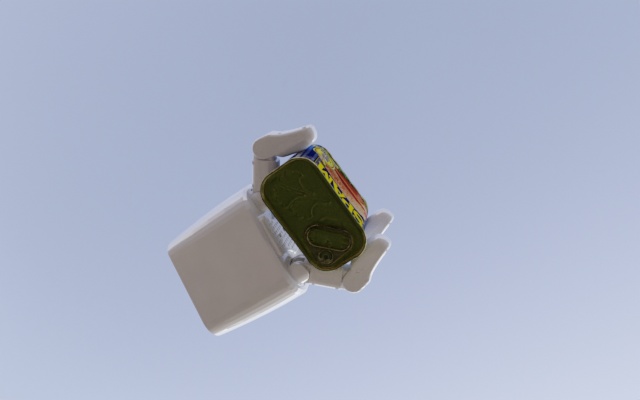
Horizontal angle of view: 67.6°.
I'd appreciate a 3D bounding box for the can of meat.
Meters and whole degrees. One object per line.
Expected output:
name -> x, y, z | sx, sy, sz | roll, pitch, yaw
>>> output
can of meat -> 0.000, 0.001, 0.441 | 0.057, 0.102, 0.084 | -34, 9, 17
